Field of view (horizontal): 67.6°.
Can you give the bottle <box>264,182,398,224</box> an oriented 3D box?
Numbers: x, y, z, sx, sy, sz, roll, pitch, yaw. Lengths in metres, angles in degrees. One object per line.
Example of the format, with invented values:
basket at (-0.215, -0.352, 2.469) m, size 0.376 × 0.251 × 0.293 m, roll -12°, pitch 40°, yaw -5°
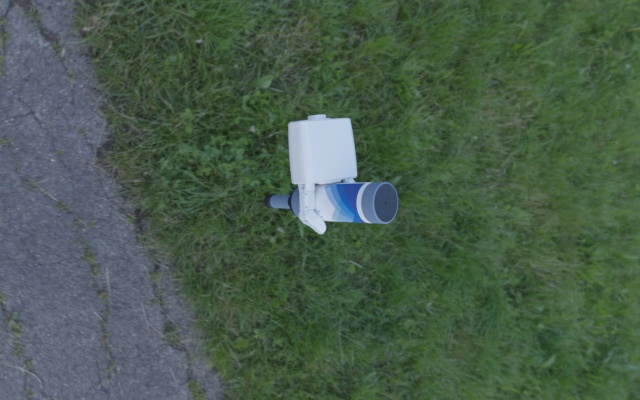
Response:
bottle at (0.000, 0.003, 0.862) m, size 0.295 × 0.069 × 0.069 m, roll 1°, pitch 0°, yaw 45°
